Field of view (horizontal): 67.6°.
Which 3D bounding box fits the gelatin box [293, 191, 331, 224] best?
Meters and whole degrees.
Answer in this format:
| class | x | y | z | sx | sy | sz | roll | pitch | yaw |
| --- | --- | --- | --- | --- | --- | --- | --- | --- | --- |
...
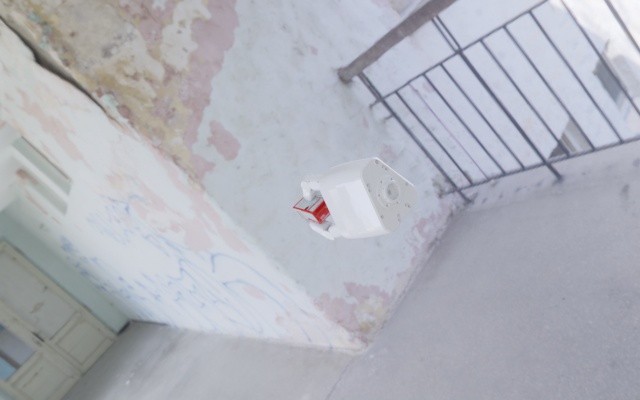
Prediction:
| class | x | y | z | sx | sy | sz | roll | pitch | yaw |
| --- | --- | --- | --- | --- | --- | --- | --- | --- | --- |
| gelatin box | 0.000 | 0.002 | 0.843 | 0.073 | 0.030 | 0.089 | -45 | 22 | -15 |
